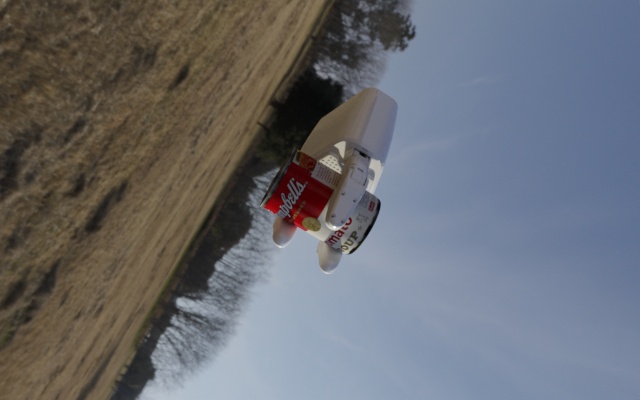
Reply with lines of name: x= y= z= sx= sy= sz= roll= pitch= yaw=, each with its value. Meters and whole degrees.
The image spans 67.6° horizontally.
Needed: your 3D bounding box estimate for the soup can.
soup can: x=0.000 y=0.002 z=0.477 sx=0.102 sy=0.068 sz=0.068 roll=31 pitch=-5 yaw=-9
